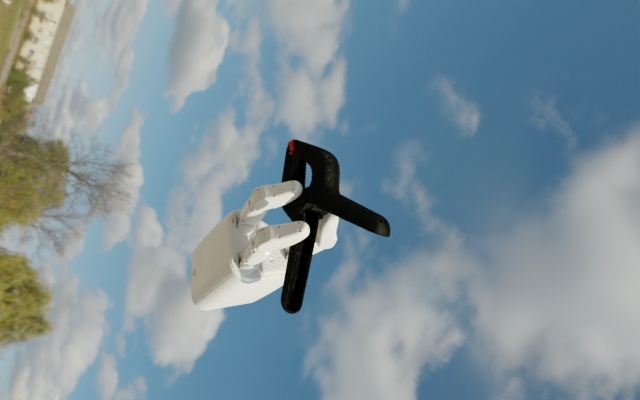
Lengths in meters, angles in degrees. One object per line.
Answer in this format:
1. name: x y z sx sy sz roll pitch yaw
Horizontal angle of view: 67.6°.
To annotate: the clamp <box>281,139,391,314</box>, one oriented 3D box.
1. clamp: 0.000 0.002 0.543 0.036 0.209 0.165 20 -44 -36
